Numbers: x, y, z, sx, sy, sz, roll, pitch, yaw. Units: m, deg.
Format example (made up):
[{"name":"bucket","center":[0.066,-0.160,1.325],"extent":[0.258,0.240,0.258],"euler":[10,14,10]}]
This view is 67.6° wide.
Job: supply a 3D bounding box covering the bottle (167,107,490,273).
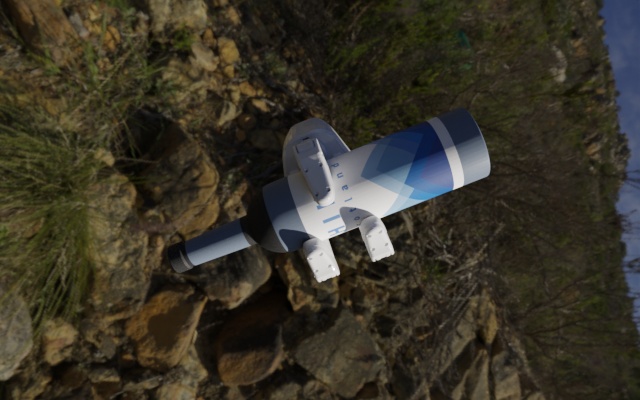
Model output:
[{"name":"bottle","center":[0.000,0.001,0.436],"extent":[0.296,0.069,0.069],"euler":[-22,-2,4]}]
